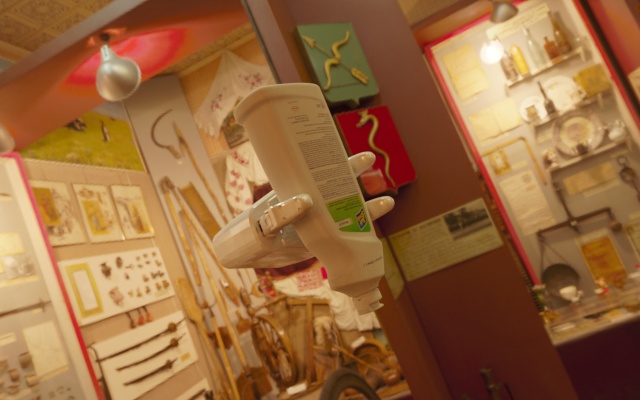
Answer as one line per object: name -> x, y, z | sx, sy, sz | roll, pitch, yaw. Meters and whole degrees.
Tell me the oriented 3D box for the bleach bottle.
bleach bottle -> 0.000, 0.002, 0.509 | 0.102, 0.251, 0.068 | -17, -8, -43
